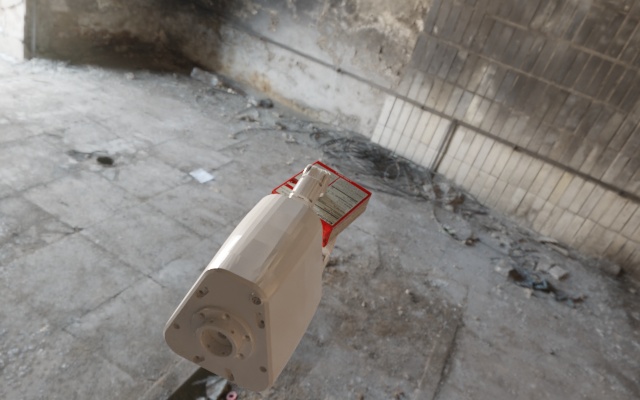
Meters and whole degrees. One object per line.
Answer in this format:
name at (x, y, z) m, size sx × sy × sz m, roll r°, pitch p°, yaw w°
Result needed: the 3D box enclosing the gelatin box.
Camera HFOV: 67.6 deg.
gelatin box at (0.000, 0.001, 0.494) m, size 0.073 × 0.030 × 0.089 m, roll 32°, pitch 39°, yaw 17°
